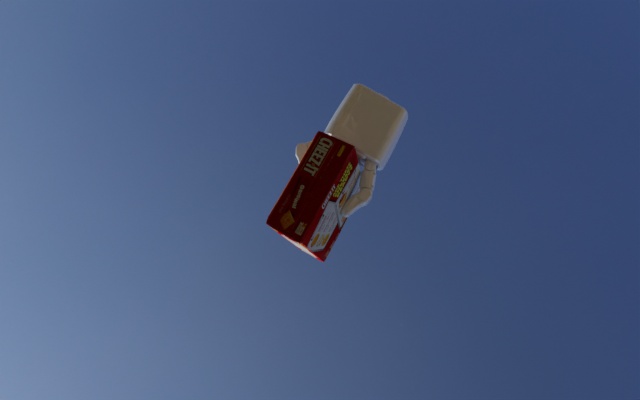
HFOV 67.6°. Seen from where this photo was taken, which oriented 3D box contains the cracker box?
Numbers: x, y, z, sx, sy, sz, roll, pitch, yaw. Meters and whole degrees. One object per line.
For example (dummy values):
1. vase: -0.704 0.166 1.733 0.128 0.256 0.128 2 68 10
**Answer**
1. cracker box: 0.000 0.003 0.788 0.072 0.164 0.214 26 -9 15
